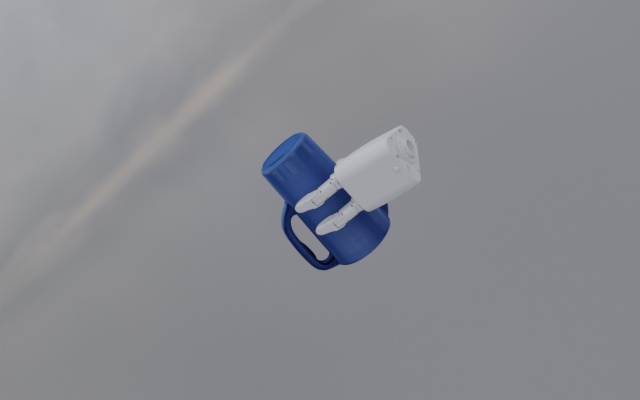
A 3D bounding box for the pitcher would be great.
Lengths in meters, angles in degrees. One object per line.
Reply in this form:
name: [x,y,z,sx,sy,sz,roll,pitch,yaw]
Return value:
pitcher: [0.000,0.003,0.881,0.145,0.243,0.149,-29,23,37]
